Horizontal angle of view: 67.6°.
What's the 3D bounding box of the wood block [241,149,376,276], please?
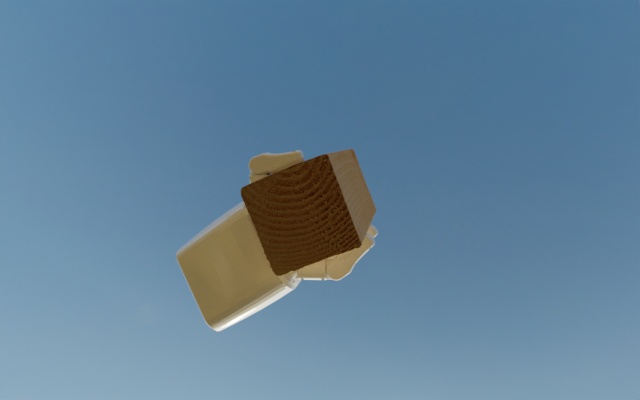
[{"bbox_3d":[0.000,0.002,0.526,0.090,0.091,0.206,-21,3,12],"label":"wood block"}]
